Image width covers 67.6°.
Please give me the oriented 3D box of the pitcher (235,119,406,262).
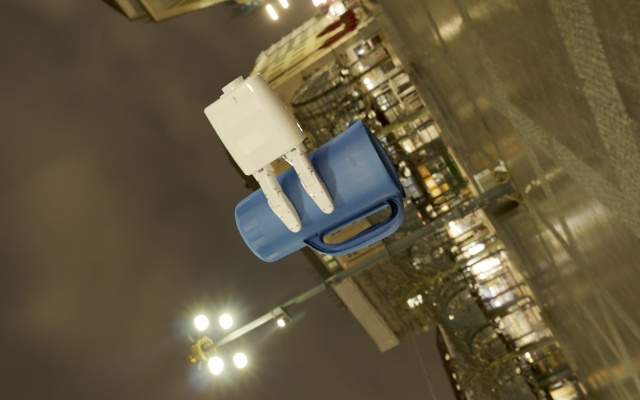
[{"bbox_3d":[0.000,0.002,0.716,0.243,0.145,0.149,-30,18,13],"label":"pitcher"}]
